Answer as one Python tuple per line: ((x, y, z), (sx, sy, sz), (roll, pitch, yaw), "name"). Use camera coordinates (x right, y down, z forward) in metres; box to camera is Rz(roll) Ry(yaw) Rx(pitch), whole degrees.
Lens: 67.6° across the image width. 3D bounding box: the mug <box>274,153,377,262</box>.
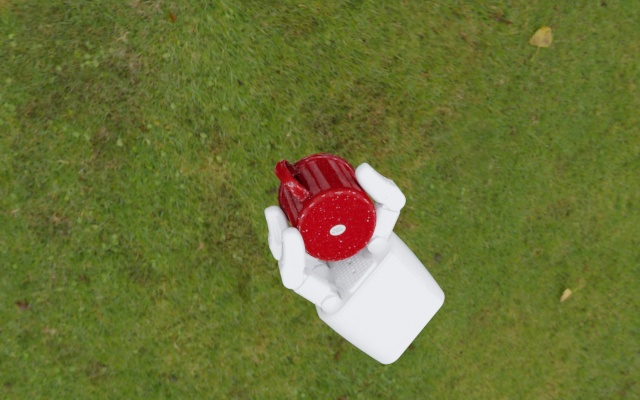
((-0.001, 0.001, 0.482), (0.117, 0.093, 0.081), (43, 9, -28), "mug")
